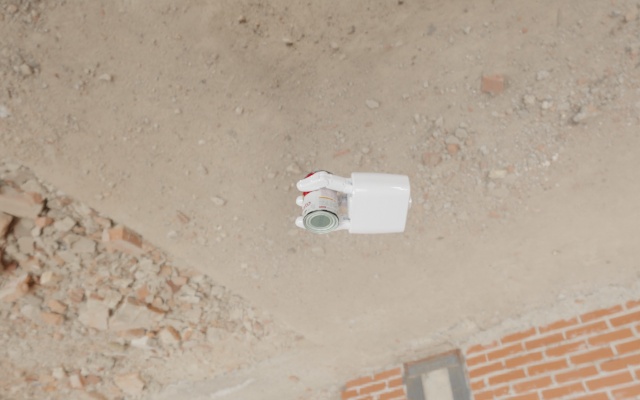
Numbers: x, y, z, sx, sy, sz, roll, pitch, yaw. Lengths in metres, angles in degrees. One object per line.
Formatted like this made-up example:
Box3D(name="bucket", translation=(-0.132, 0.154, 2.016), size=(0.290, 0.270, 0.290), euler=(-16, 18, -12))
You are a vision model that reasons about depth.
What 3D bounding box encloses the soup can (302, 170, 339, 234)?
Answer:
Box3D(name="soup can", translation=(0.000, 0.003, 0.889), size=(0.068, 0.102, 0.069), euler=(-1, -42, -1))
